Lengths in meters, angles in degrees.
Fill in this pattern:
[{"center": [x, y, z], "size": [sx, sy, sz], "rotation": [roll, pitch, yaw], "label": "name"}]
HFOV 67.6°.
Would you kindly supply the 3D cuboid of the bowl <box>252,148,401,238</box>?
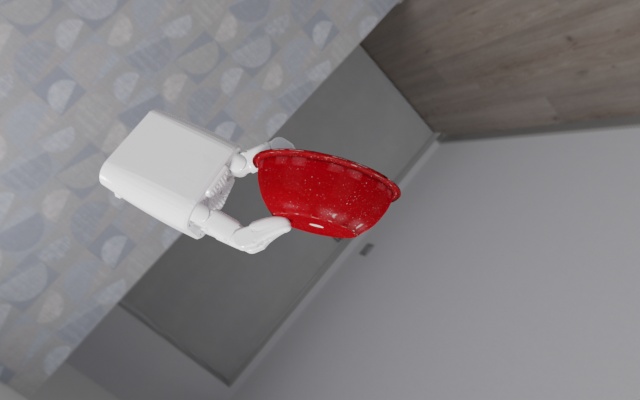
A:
[{"center": [0.001, 0.002, 0.503], "size": [0.162, 0.055, 0.162], "rotation": [13, -13, 3], "label": "bowl"}]
